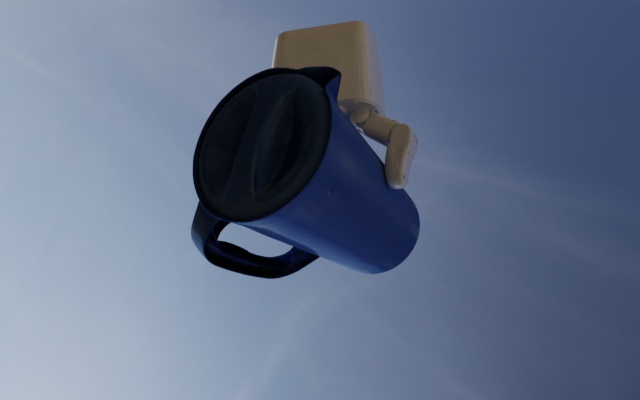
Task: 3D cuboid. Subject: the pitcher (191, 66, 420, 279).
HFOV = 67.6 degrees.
[{"bbox_3d":[0.000,0.001,0.459,0.149,0.145,0.243,-13,-27,27],"label":"pitcher"}]
